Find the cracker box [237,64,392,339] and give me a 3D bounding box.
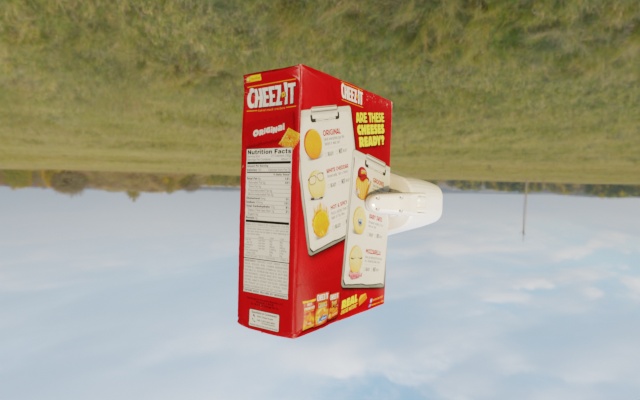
[{"bbox_3d":[0.000,0.002,0.447,0.072,0.213,0.164,2,1,33],"label":"cracker box"}]
